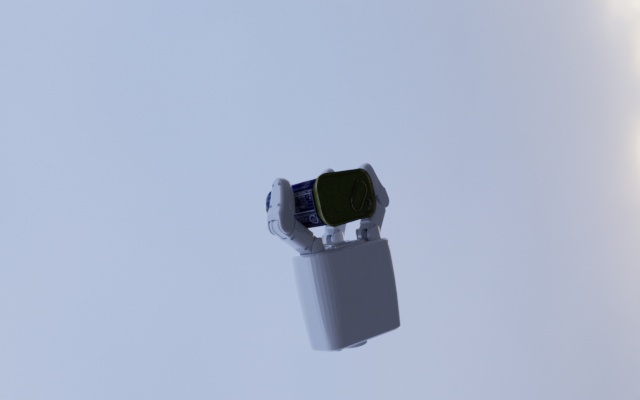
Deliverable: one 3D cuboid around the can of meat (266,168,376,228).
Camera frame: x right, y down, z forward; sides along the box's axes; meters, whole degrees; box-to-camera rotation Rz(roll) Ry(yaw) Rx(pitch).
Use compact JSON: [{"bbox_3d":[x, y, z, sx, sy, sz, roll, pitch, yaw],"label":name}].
[{"bbox_3d":[0.000,0.002,0.546,0.084,0.057,0.102,-13,0,40],"label":"can of meat"}]
